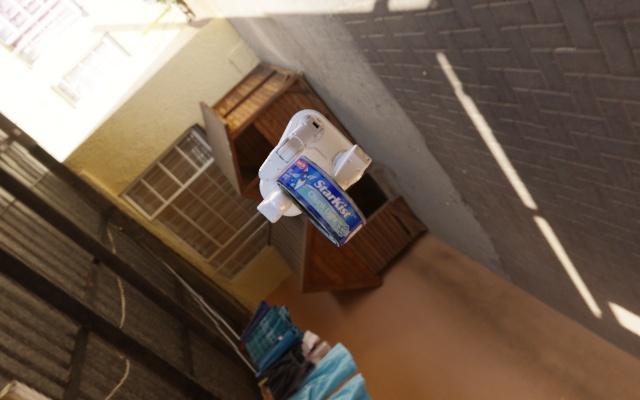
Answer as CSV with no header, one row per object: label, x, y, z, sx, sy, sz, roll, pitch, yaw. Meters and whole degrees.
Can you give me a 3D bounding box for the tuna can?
tuna can,0.000,0.002,0.434,0.034,0.086,0.086,-44,6,-6
